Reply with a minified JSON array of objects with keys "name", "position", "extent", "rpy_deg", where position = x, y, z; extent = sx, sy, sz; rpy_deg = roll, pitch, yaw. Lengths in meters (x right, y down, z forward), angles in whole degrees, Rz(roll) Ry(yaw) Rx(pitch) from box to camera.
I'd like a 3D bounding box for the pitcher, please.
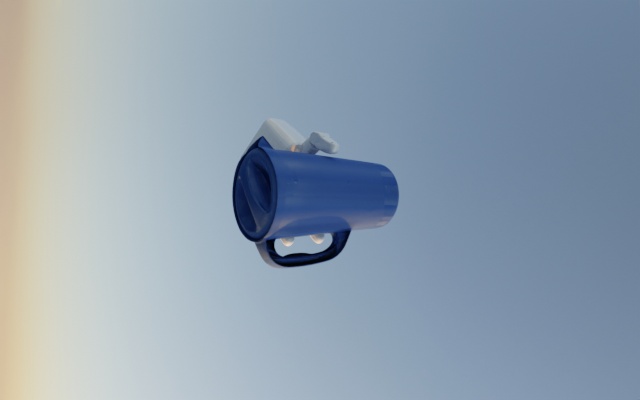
[{"name":"pitcher","position":[0.000,0.002,0.724],"extent":[0.243,0.149,0.145],"rpy_deg":[1,33,-35]}]
